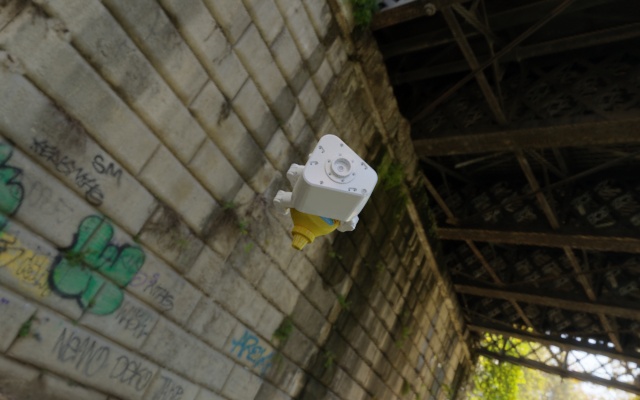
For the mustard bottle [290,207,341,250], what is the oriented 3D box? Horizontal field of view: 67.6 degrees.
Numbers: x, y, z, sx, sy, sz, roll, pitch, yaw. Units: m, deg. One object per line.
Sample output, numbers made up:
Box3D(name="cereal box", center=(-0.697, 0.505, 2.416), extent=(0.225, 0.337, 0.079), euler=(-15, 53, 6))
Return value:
Box3D(name="mustard bottle", center=(0.000, 0.003, 0.845), extent=(0.096, 0.191, 0.058), euler=(38, -26, -22))
